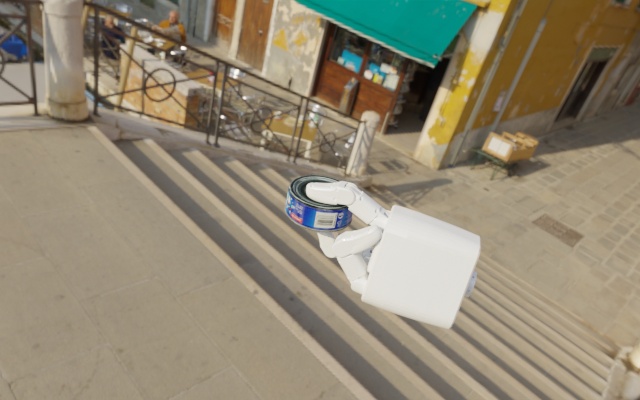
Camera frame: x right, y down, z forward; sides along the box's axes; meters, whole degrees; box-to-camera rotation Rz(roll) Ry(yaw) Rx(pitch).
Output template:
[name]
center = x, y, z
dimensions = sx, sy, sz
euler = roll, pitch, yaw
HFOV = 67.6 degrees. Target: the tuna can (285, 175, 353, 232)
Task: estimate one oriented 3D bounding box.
[tuna can]
center = 0.000, 0.001, 0.591
dimensions = 0.086, 0.034, 0.086
euler = 8, 29, -5
